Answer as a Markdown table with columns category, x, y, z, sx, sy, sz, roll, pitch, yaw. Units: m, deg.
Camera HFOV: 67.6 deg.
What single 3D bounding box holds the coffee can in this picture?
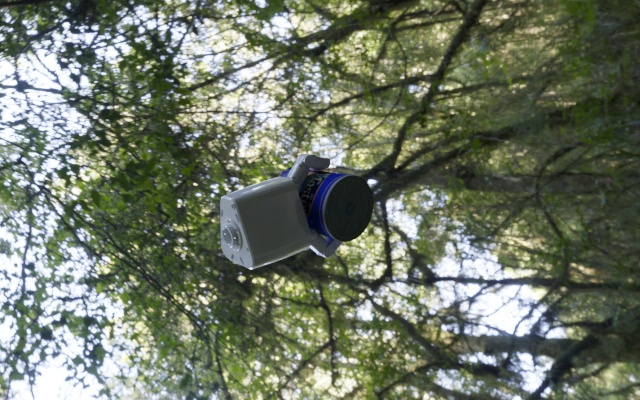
| category | x | y | z | sx | sy | sz | roll | pitch | yaw |
| --- | --- | --- | --- | --- | --- | --- | --- | --- | --- |
| coffee can | 0.000 | 0.002 | 0.772 | 0.103 | 0.103 | 0.140 | 0 | 9 | -41 |
